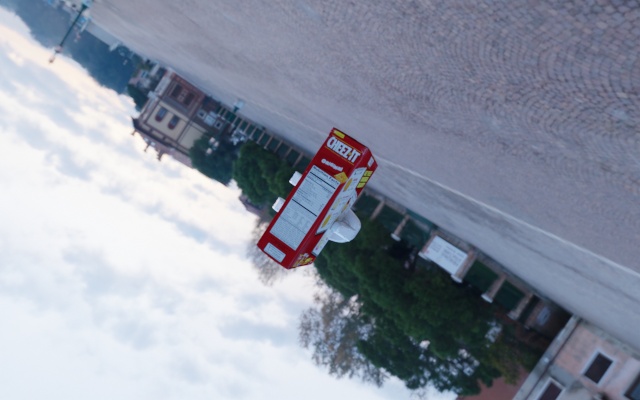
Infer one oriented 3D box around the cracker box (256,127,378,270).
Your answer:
[{"bbox_3d":[0.000,0.003,0.766,0.072,0.214,0.164,34,2,12],"label":"cracker box"}]
